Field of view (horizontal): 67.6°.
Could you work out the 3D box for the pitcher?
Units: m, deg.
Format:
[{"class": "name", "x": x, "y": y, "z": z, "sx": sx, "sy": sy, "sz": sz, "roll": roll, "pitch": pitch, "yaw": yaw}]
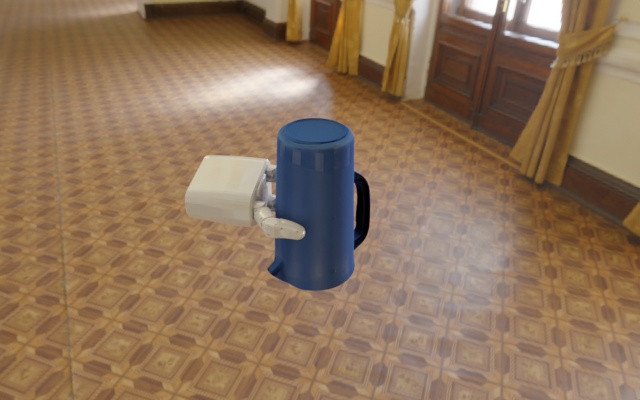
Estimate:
[{"class": "pitcher", "x": 0.000, "y": 0.002, "z": 0.728, "sx": 0.145, "sy": 0.243, "sz": 0.149, "roll": 8, "pitch": 32, "yaw": 10}]
